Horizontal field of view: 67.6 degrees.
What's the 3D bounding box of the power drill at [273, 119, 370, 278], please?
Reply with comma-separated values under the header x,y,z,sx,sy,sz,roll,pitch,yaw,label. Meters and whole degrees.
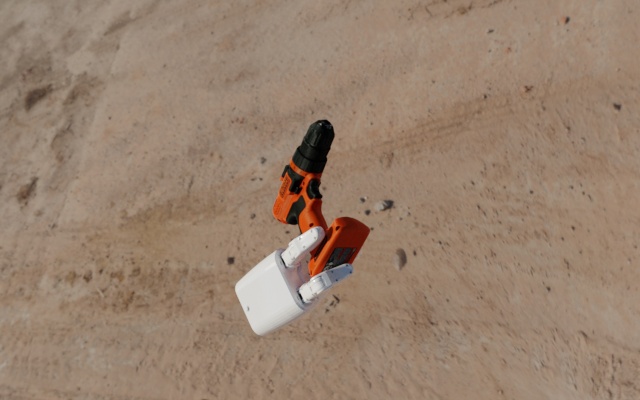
x,y,z,sx,sy,sz,roll,pitch,yaw,label
0.000,0.003,0.680,0.057,0.184,0.187,3,39,-29,power drill
